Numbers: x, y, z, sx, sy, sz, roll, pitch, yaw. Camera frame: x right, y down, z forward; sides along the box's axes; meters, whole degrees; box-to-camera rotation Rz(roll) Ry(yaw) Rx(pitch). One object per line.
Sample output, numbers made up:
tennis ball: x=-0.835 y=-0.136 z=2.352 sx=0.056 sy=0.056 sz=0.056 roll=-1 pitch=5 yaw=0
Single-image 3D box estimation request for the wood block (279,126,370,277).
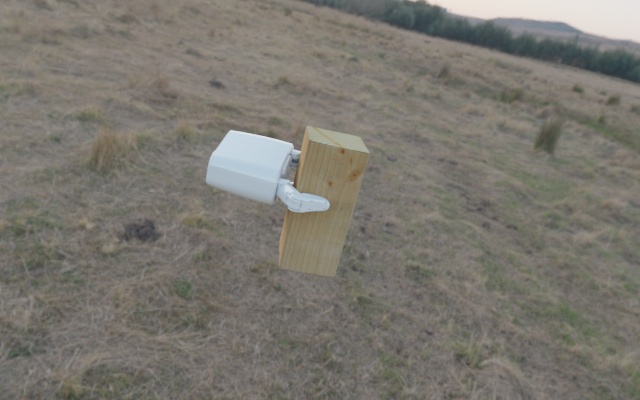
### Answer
wood block: x=0.000 y=0.002 z=0.738 sx=0.090 sy=0.206 sz=0.090 roll=11 pitch=21 yaw=-9
